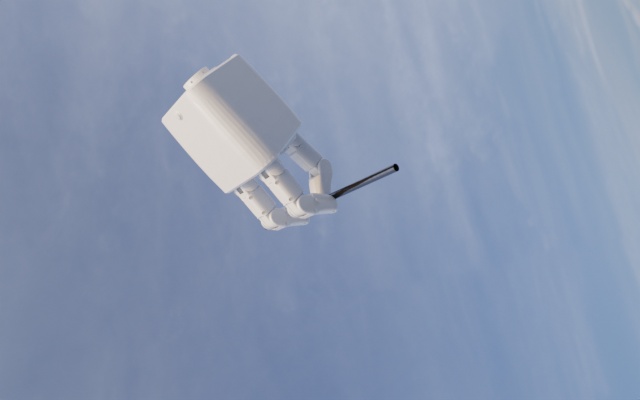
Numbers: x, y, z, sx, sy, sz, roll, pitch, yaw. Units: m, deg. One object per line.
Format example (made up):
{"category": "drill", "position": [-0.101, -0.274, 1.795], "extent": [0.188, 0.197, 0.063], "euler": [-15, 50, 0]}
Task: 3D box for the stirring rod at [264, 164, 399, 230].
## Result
{"category": "stirring rod", "position": [0.000, 0.002, 0.547], "extent": [0.011, 0.011, 0.239], "euler": [0, -16, -39]}
